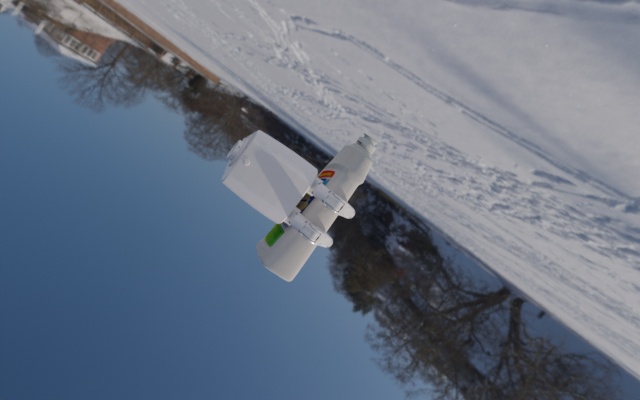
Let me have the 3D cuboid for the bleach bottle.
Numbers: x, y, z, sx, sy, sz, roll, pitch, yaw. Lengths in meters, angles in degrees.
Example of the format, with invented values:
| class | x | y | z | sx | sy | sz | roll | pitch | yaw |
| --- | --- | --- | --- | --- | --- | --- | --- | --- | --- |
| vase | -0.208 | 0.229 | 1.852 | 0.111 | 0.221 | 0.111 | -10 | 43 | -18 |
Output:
| class | x | y | z | sx | sy | sz | roll | pitch | yaw |
| --- | --- | --- | --- | --- | --- | --- | --- | --- | --- |
| bleach bottle | 0.000 | 0.003 | 0.749 | 0.068 | 0.251 | 0.102 | 36 | 3 | -18 |
